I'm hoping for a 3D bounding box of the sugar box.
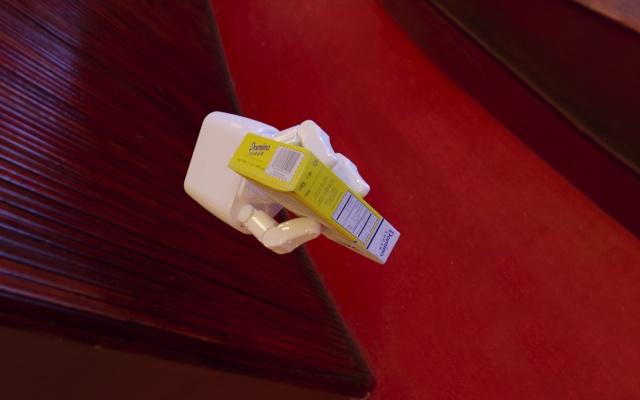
[{"bbox_3d":[0.000,0.001,0.479,0.093,0.048,0.176,23,-9,42],"label":"sugar box"}]
